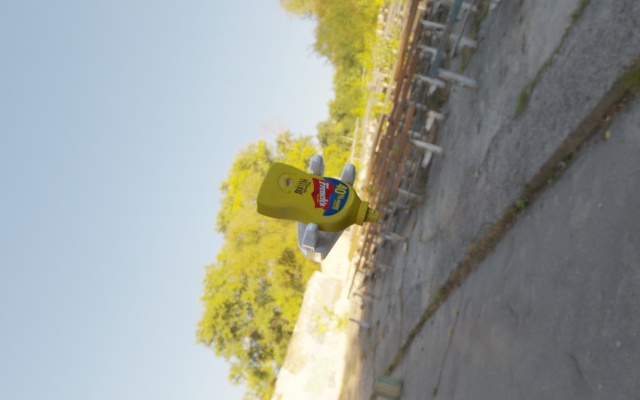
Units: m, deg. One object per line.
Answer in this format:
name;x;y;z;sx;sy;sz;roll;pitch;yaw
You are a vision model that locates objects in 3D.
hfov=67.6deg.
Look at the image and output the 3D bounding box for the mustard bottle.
mustard bottle;0.000;0.002;0.767;0.191;0.096;0.058;16;-41;5
